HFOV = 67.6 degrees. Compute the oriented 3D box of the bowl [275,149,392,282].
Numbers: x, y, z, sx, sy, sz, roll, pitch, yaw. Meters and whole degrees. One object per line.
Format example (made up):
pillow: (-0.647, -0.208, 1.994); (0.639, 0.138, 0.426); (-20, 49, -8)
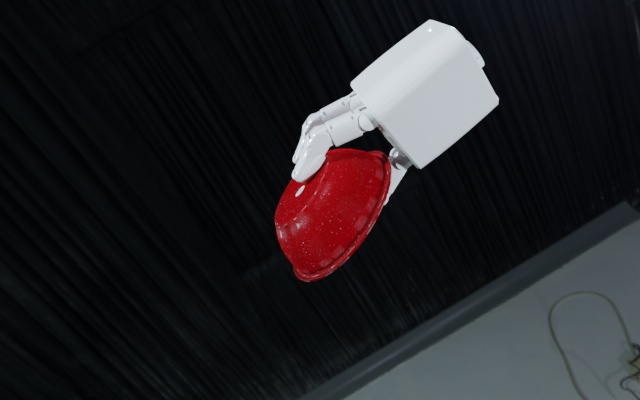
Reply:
bowl: (-0.001, 0.003, 0.504); (0.055, 0.162, 0.162); (33, -13, -21)
